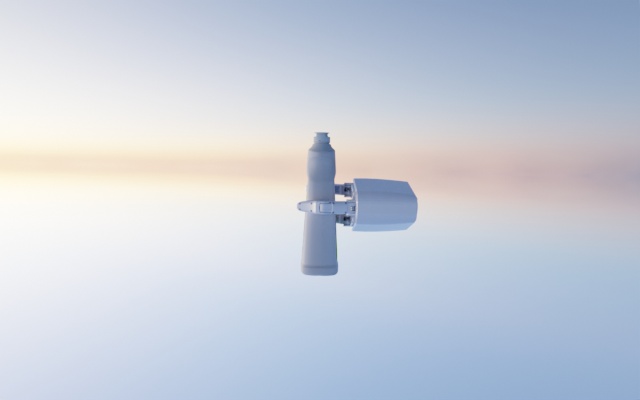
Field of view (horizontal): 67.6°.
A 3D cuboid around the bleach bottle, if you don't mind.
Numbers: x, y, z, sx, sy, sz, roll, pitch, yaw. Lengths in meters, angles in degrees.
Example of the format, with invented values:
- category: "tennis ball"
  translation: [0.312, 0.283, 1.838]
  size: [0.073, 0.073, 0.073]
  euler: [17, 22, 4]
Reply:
- category: "bleach bottle"
  translation: [0.000, 0.003, 0.863]
  size: [0.068, 0.251, 0.102]
  euler: [1, 4, -1]
